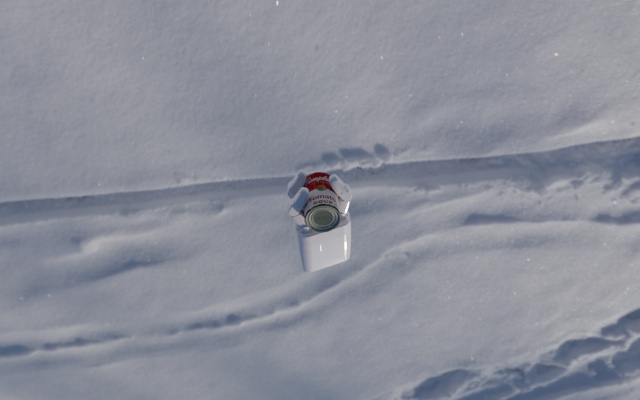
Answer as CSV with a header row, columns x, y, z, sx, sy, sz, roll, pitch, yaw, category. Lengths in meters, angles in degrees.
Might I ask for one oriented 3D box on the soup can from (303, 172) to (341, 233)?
x,y,z,sx,sy,sz,roll,pitch,yaw,category
0.000,0.003,0.897,0.068,0.069,0.102,0,38,-6,soup can
